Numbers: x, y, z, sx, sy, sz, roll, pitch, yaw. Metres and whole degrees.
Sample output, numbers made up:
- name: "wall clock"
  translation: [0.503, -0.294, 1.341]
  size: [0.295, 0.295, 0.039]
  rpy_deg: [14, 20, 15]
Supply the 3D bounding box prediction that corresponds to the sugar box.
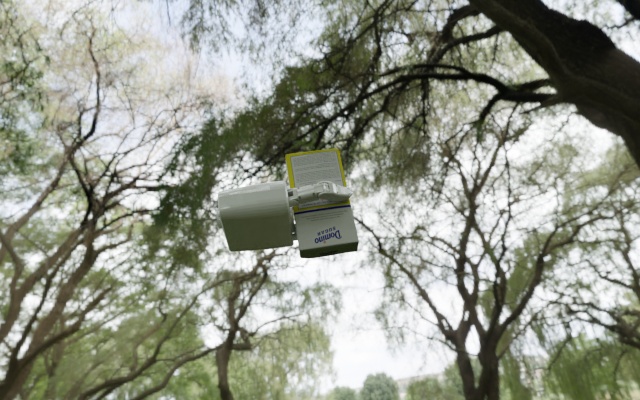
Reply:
- name: "sugar box"
  translation: [0.000, 0.003, 0.768]
  size: [0.093, 0.176, 0.048]
  rpy_deg: [-7, -27, -4]
